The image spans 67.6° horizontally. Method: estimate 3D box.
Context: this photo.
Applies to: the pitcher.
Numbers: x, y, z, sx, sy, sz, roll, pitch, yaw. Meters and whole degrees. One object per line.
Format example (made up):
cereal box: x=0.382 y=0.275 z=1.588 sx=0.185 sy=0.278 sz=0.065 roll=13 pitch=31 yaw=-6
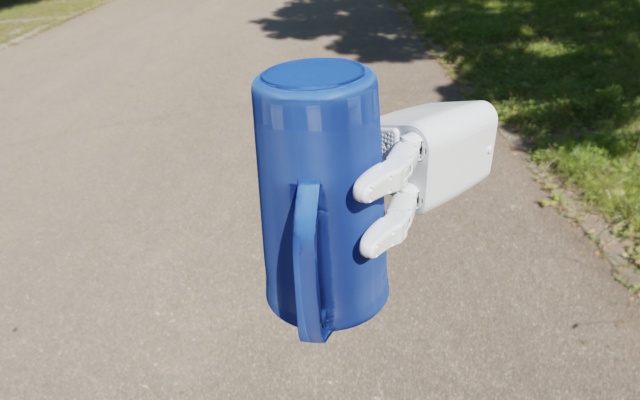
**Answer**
pitcher: x=0.000 y=0.001 z=0.452 sx=0.145 sy=0.243 sz=0.149 roll=-23 pitch=35 yaw=-28
